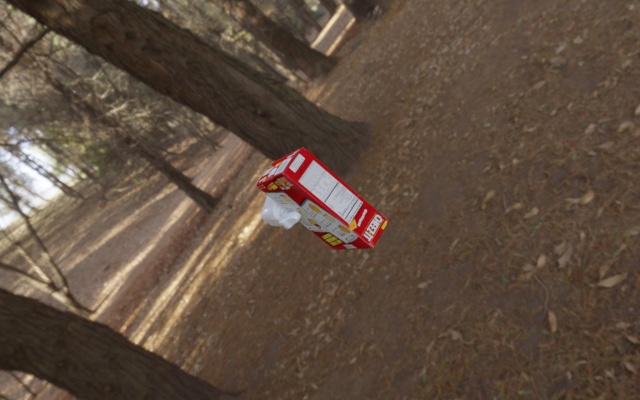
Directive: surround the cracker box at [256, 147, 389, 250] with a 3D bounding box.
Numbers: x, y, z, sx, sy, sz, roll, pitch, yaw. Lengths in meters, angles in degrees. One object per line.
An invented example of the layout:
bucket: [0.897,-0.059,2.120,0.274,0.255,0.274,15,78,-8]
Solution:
cracker box: [0.000,0.003,0.896,0.214,0.072,0.164,39,-20,-15]
